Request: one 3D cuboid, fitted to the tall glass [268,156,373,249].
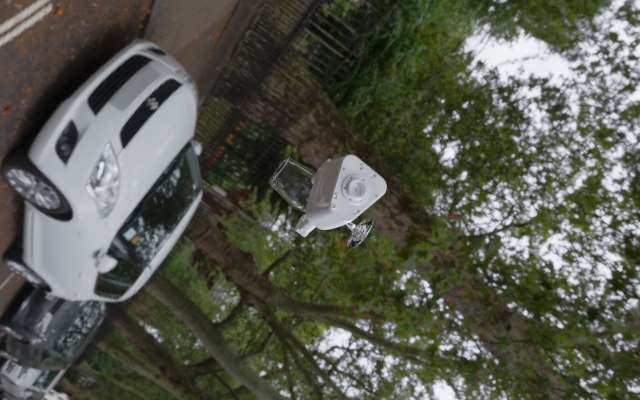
[{"bbox_3d":[0.001,0.003,0.894,0.201,0.079,0.079,38,-9,-12],"label":"tall glass"}]
